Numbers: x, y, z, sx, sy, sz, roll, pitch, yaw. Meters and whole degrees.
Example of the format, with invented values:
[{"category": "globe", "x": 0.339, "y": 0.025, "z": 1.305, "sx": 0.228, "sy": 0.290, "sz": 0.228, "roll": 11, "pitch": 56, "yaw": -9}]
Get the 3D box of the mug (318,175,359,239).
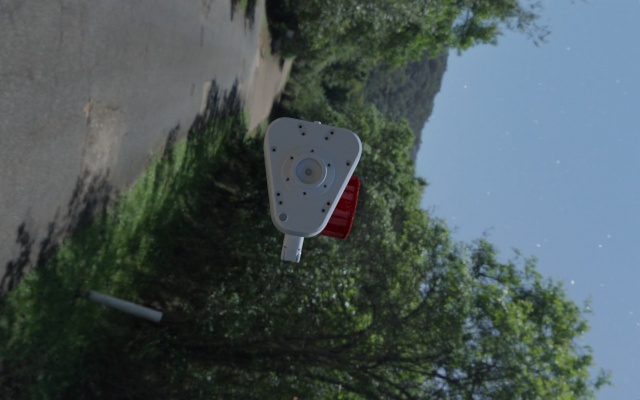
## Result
[{"category": "mug", "x": 0.000, "y": 0.002, "z": 0.609, "sx": 0.081, "sy": 0.093, "sz": 0.117, "roll": 12, "pitch": -3, "yaw": -2}]
